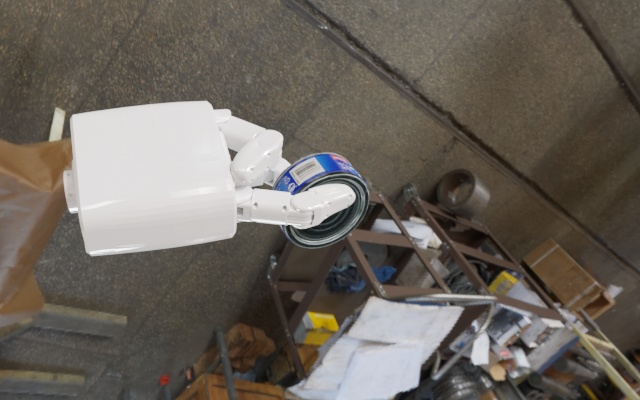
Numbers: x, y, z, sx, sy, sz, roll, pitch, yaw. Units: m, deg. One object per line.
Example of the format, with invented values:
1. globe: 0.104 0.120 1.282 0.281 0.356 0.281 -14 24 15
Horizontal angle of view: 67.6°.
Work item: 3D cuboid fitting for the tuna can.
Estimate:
1. tuna can: 0.000 0.002 0.428 0.086 0.086 0.033 0 36 -31
